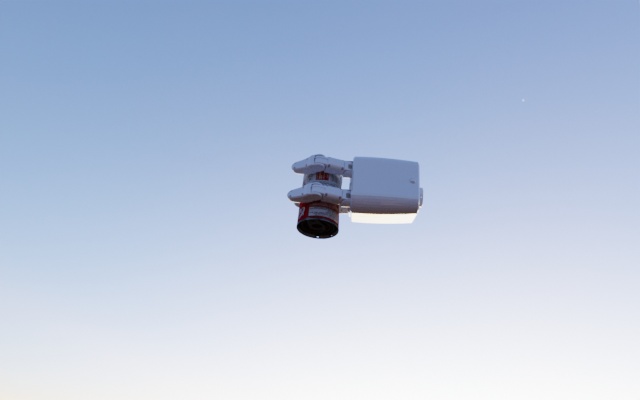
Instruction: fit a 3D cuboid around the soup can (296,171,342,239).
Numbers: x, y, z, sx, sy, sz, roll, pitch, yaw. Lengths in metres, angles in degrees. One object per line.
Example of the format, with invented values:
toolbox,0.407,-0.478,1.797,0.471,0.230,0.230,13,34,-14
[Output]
soup can,0.000,0.002,0.781,0.068,0.102,0.068,5,-30,3
